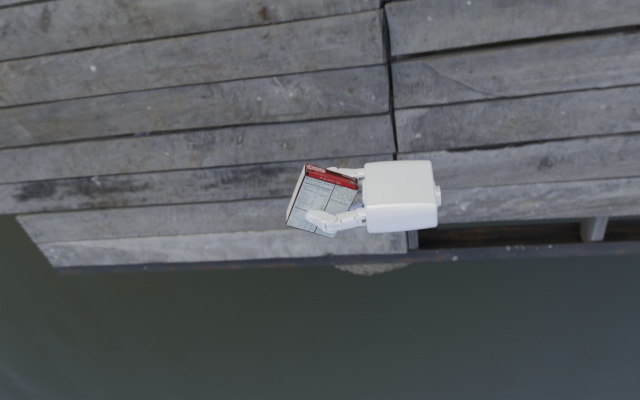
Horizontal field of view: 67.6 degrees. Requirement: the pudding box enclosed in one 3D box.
[{"bbox_3d":[0.000,0.003,0.770,0.090,0.114,0.039,17,35,-10],"label":"pudding box"}]
